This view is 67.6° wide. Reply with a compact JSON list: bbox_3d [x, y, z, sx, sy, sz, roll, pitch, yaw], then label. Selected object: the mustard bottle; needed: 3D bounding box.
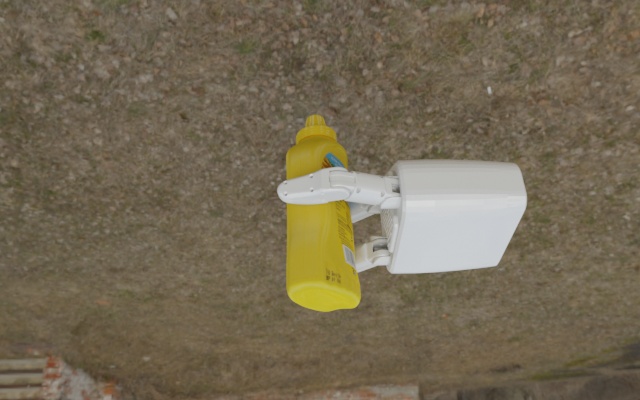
[{"bbox_3d":[0.000,0.002,0.453,0.058,0.191,0.096,-12,-27,19],"label":"mustard bottle"}]
